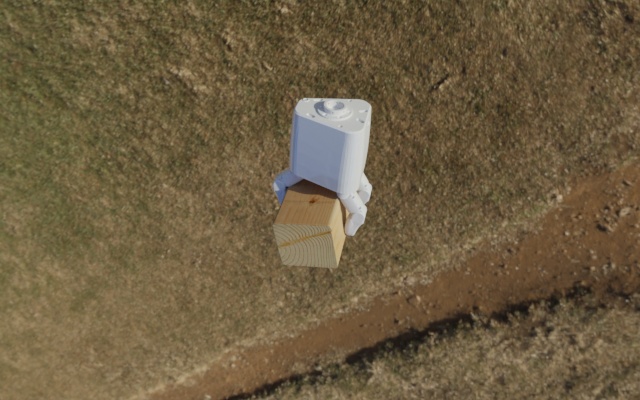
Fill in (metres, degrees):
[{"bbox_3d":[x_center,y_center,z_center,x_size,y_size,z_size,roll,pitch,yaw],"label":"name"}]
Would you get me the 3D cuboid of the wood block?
[{"bbox_3d":[0.000,0.002,0.781,0.091,0.090,0.206,2,40,15],"label":"wood block"}]
